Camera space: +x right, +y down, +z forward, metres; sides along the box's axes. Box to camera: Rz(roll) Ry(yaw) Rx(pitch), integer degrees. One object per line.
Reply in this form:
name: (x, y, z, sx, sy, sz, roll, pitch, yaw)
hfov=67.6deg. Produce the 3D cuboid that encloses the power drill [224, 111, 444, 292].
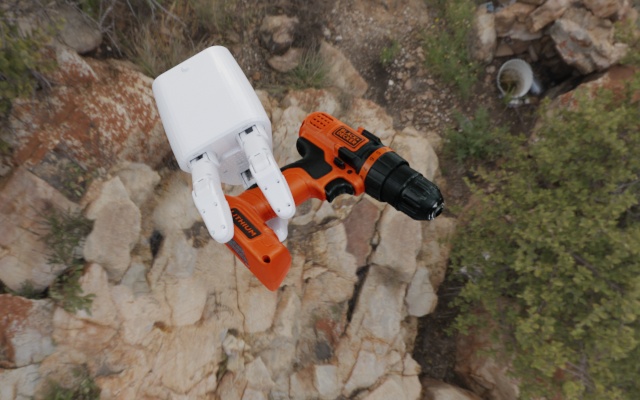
power drill: (0.000, 0.002, 0.470, 0.187, 0.057, 0.184, -37, 54, -24)
